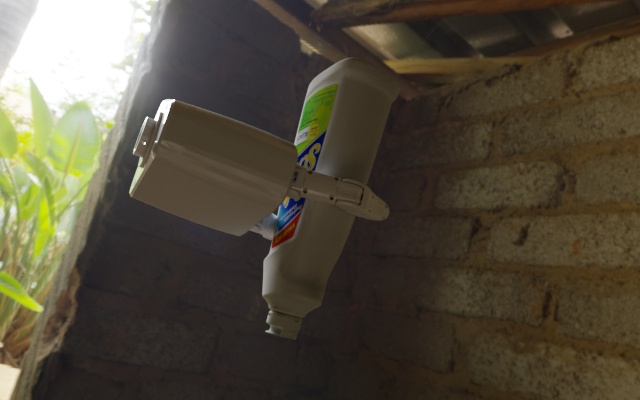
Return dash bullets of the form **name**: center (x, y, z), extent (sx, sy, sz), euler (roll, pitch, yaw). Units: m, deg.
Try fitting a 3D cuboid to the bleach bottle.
- **bleach bottle**: center (0.000, 0.001, 0.445), extent (0.068, 0.250, 0.102), euler (21, -15, -26)
